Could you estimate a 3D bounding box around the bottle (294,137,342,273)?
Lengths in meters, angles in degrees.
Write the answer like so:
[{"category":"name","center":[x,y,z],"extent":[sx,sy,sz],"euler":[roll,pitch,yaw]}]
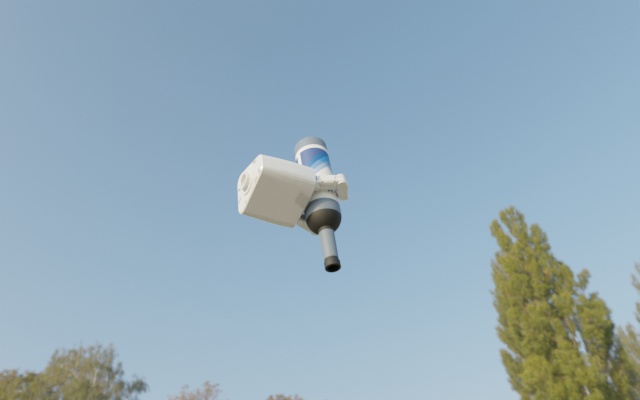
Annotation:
[{"category":"bottle","center":[0.000,0.003,0.887],"extent":[0.069,0.295,0.069],"euler":[-6,-41,-5]}]
